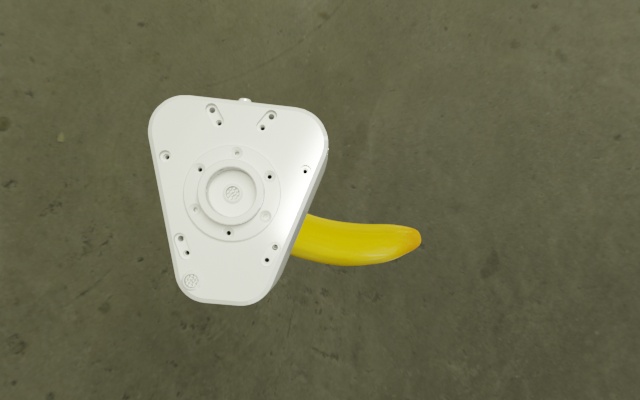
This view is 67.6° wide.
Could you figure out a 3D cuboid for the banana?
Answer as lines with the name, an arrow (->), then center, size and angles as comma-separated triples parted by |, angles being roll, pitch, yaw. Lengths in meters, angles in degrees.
banana -> -0.011, 0.016, 0.410 | 0.198, 0.069, 0.037 | 26, -10, -1
